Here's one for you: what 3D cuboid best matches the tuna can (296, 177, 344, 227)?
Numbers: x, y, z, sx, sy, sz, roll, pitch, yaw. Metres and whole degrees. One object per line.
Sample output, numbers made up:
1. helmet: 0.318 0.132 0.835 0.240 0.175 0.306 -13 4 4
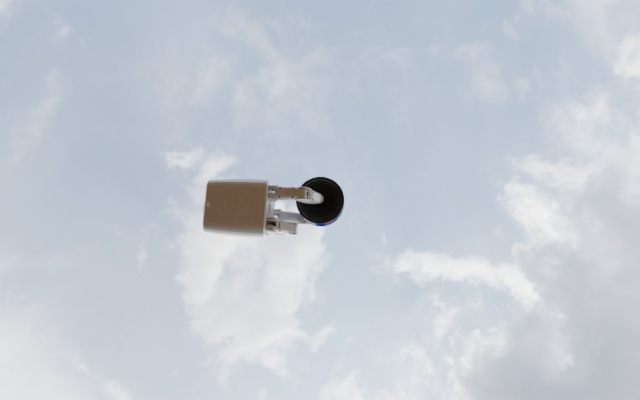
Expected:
1. tuna can: 0.000 0.003 0.855 0.086 0.086 0.034 0 -15 4
